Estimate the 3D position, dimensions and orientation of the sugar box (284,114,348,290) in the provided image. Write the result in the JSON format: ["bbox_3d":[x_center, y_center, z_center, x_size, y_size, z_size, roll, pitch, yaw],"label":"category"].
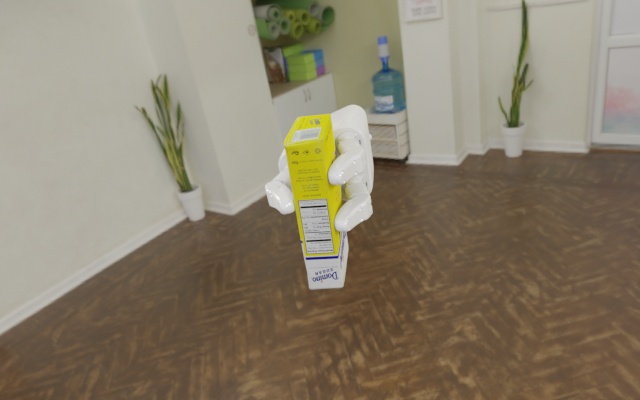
[{"bbox_3d":[0.001,0.002,0.536,0.048,0.176,0.093,-6,26,11],"label":"sugar box"}]
